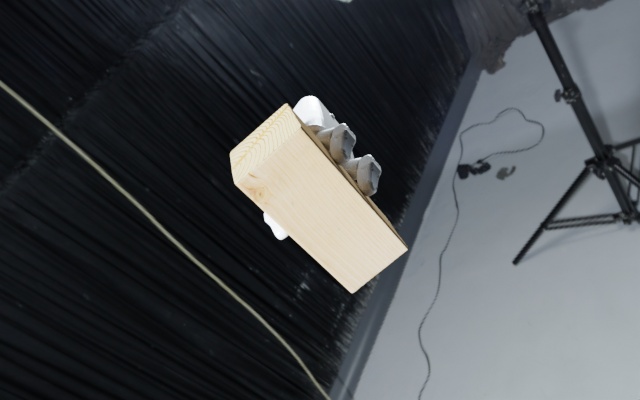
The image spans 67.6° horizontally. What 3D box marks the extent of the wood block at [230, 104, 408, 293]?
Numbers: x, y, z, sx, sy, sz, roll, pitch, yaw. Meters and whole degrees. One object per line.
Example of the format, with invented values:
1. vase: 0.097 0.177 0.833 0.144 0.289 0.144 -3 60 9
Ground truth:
1. wood block: 0.000 0.002 0.559 0.206 0.091 0.090 46 9 -29
